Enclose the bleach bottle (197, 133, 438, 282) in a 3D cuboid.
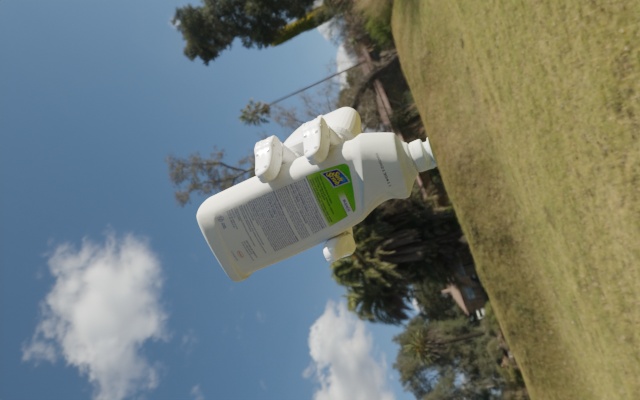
[{"bbox_3d":[0.000,0.002,0.499,0.251,0.102,0.068,-20,18,19],"label":"bleach bottle"}]
